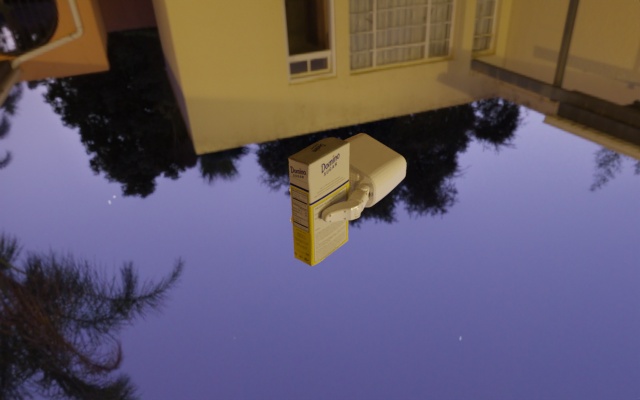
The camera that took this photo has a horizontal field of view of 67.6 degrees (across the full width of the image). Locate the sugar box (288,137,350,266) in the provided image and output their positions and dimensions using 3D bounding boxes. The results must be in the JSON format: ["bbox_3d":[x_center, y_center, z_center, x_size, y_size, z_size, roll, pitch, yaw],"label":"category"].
[{"bbox_3d":[0.000,0.002,0.713,0.048,0.176,0.093,21,37,35],"label":"sugar box"}]
